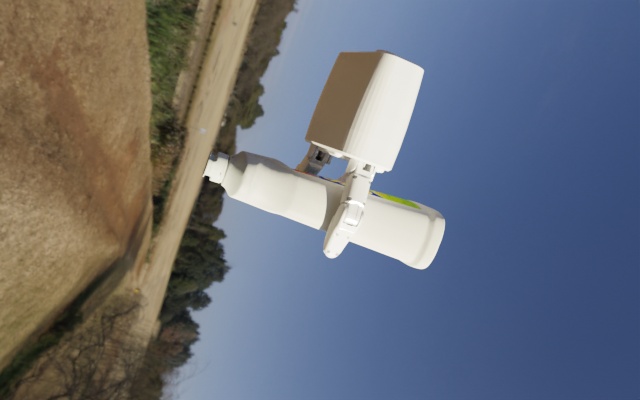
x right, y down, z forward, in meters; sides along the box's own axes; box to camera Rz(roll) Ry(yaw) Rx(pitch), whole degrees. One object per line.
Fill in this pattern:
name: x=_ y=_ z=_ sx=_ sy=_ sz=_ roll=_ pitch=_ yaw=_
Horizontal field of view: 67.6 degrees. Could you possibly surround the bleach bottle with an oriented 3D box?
bleach bottle: x=0.000 y=0.002 z=0.514 sx=0.251 sy=0.068 sz=0.102 roll=18 pitch=5 yaw=-16
